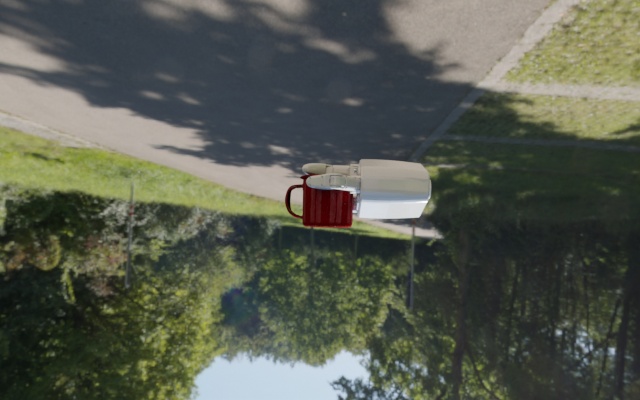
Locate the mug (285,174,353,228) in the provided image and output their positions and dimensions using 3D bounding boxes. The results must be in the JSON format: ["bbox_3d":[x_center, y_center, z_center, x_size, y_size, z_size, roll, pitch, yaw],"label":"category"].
[{"bbox_3d":[-0.001,0.003,0.776,0.117,0.081,0.093,1,-3,4],"label":"mug"}]
